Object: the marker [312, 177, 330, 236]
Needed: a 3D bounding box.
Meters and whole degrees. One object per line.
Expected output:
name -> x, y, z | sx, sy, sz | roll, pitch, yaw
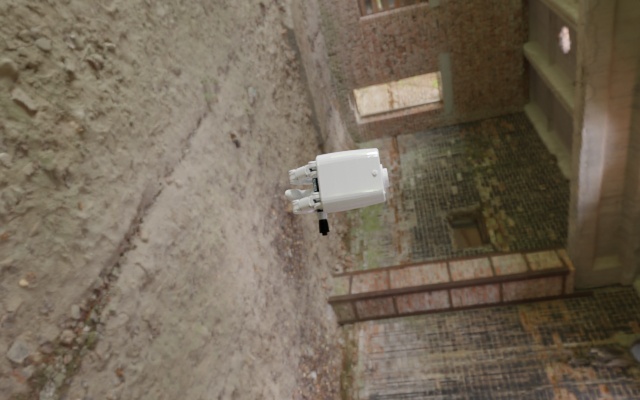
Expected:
marker -> 0.000, 0.003, 0.853 | 0.020, 0.121, 0.020 | -7, -10, -1
